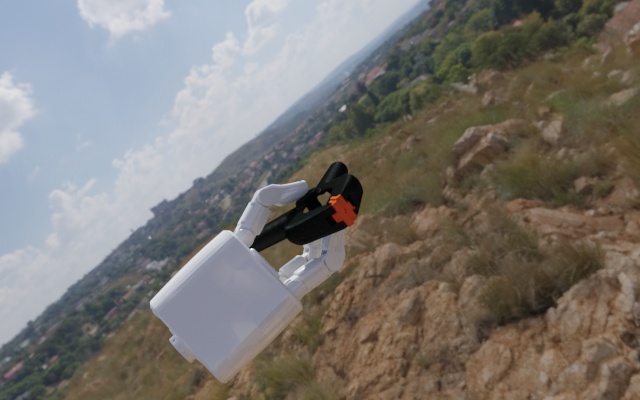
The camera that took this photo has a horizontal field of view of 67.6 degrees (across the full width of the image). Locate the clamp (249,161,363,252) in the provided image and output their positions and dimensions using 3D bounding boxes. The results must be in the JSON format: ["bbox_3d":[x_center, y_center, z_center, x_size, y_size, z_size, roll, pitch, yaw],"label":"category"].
[{"bbox_3d":[0.000,0.001,0.526,0.164,0.036,0.210,-43,11,-18],"label":"clamp"}]
